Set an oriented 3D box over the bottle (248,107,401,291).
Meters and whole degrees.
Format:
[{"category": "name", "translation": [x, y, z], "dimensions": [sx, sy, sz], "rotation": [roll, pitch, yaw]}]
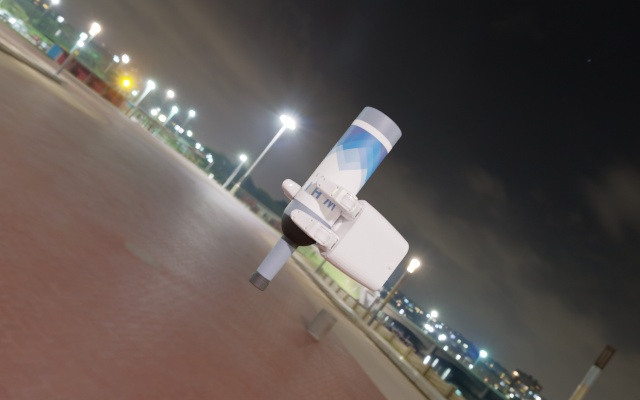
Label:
[{"category": "bottle", "translation": [0.000, 0.002, 0.676], "dimensions": [0.069, 0.295, 0.069], "rotation": [38, -5, 4]}]
